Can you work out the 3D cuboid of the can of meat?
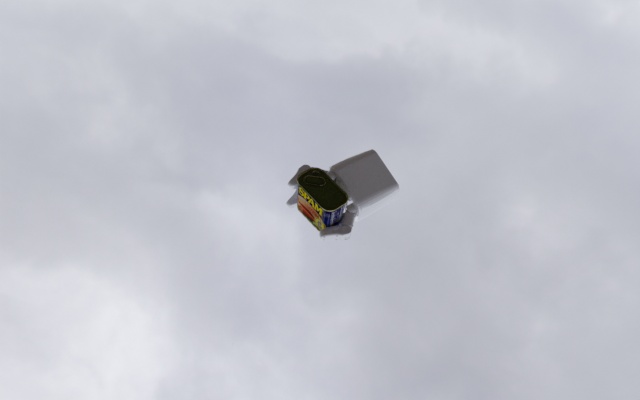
[{"bbox_3d":[0.000,0.003,0.891,0.057,0.102,0.084,-31,-29,-26],"label":"can of meat"}]
